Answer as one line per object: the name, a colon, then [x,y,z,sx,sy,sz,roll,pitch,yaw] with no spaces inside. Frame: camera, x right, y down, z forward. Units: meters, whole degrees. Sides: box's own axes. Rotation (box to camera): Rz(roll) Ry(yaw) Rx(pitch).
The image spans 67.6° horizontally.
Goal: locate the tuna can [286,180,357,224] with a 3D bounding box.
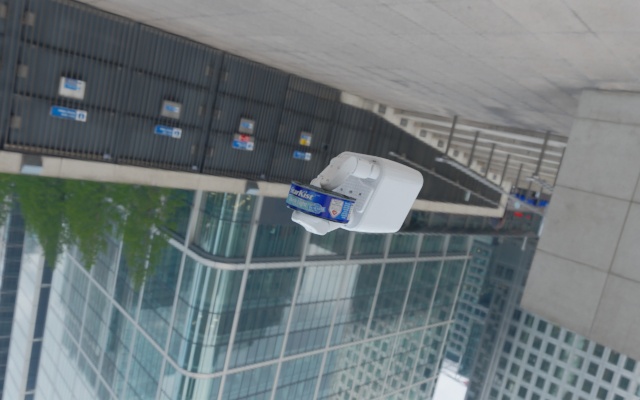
tuna can: [0.000,0.003,0.607,0.086,0.034,0.086,16,4,-1]
